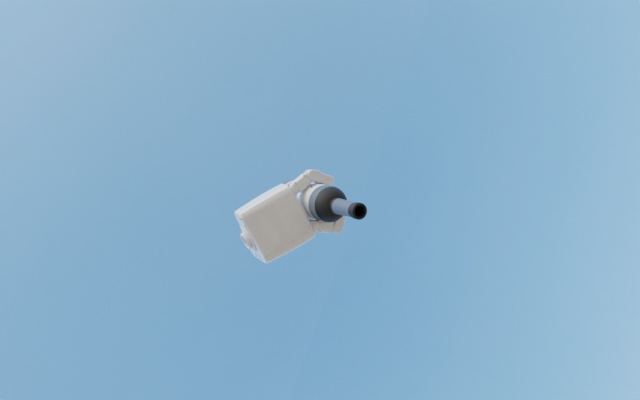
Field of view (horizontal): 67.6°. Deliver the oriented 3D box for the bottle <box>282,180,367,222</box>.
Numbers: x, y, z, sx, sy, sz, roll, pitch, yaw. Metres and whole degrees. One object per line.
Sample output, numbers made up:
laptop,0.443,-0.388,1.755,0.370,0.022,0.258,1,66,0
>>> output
bottle,0.000,0.003,0.895,0.069,0.069,0.295,0,6,-25
